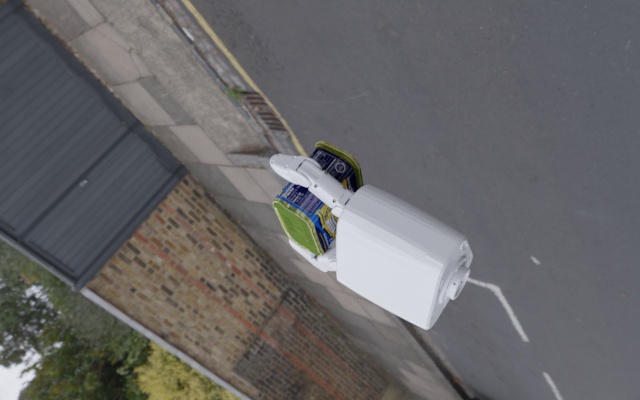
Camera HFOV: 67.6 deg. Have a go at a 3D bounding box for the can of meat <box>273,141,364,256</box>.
[{"bbox_3d":[0.000,0.002,0.512,0.057,0.084,0.102,29,-21,25],"label":"can of meat"}]
